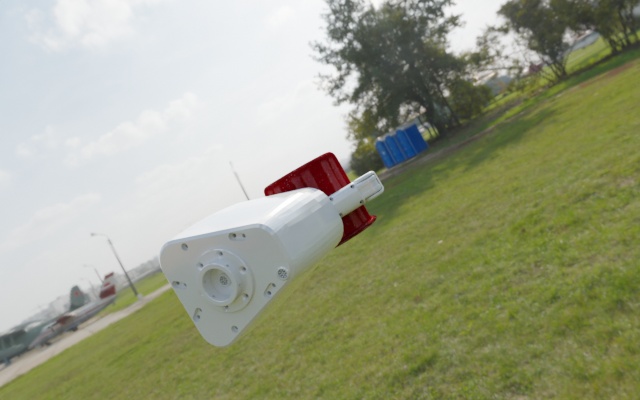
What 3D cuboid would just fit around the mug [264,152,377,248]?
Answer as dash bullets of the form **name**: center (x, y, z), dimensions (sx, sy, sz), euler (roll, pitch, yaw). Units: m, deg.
- **mug**: center (0.000, 0.001, 0.490), dimensions (0.093, 0.081, 0.117), euler (-28, 3, 23)
